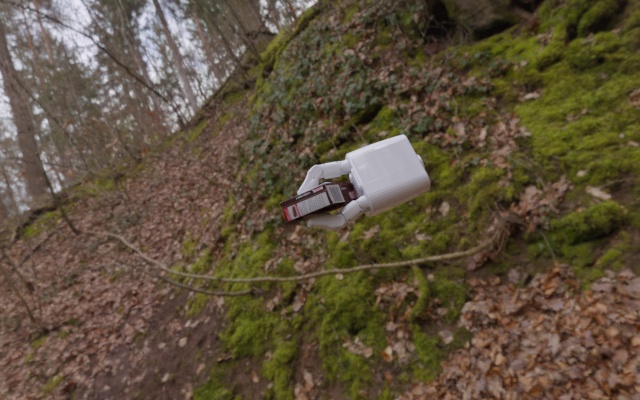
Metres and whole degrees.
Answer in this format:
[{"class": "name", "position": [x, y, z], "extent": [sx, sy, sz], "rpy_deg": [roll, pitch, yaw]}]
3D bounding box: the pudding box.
[{"class": "pudding box", "position": [0.000, 0.002, 0.788], "extent": [0.090, 0.039, 0.113], "rpy_deg": [-24, -9, 24]}]
